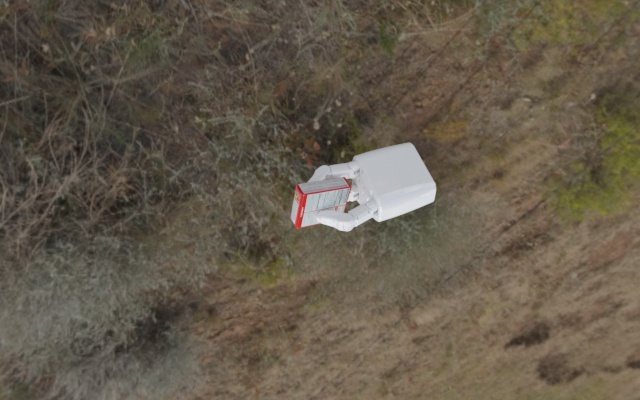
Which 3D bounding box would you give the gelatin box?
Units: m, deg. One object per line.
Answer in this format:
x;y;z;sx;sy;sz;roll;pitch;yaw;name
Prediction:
0.000;0.003;0.770;0.089;0.073;0.030;-11;46;-26;gelatin box
